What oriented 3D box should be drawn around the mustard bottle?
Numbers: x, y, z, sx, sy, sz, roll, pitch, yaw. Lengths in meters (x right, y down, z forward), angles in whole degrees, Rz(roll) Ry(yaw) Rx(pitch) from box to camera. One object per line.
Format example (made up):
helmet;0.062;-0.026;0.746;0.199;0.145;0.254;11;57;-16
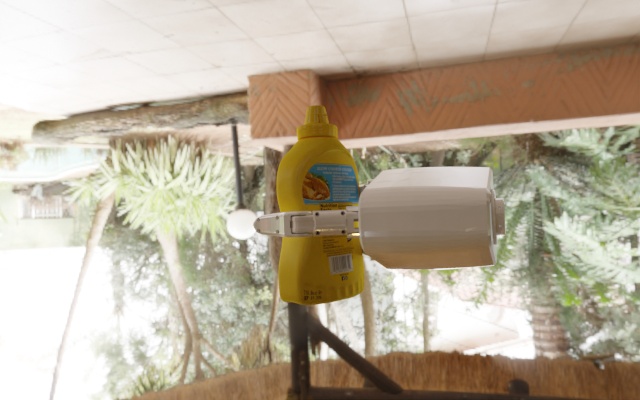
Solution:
mustard bottle;0.000;0.002;0.476;0.096;0.191;0.058;-1;-2;-44
